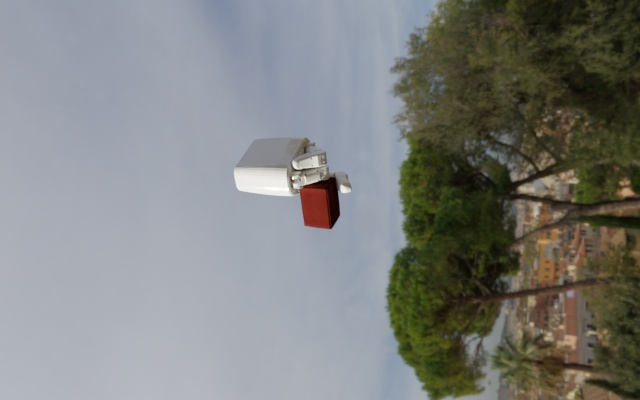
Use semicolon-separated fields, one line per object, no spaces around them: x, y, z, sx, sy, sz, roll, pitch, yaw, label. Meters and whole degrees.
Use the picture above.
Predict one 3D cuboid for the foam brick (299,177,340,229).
0.000;0.003;0.832;0.051;0.078;0.053;3;26;21;foam brick
